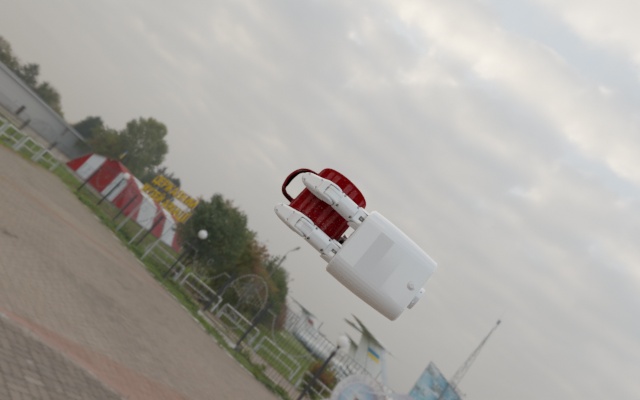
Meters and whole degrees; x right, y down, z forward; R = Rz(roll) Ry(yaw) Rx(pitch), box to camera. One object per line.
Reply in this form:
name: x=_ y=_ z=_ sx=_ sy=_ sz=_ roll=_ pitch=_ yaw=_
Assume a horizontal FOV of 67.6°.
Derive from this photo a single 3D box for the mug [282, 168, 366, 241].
mug: x=-0.001 y=0.001 z=0.664 sx=0.117 sy=0.081 sz=0.093 roll=40 pitch=-14 yaw=9
